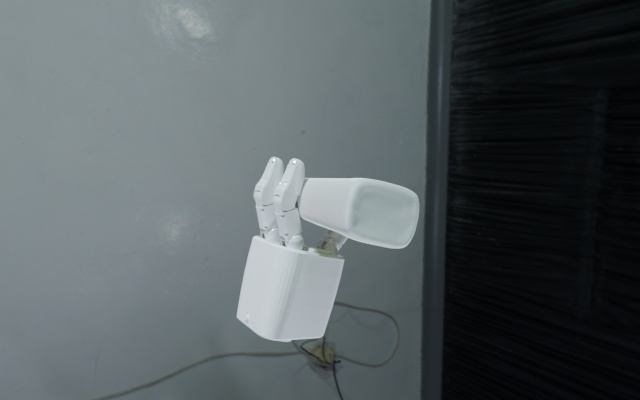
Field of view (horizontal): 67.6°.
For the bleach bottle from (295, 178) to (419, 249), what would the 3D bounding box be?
[{"bbox_3d":[0.000,0.002,0.599,0.102,0.068,0.251,14,-2,-32],"label":"bleach bottle"}]
